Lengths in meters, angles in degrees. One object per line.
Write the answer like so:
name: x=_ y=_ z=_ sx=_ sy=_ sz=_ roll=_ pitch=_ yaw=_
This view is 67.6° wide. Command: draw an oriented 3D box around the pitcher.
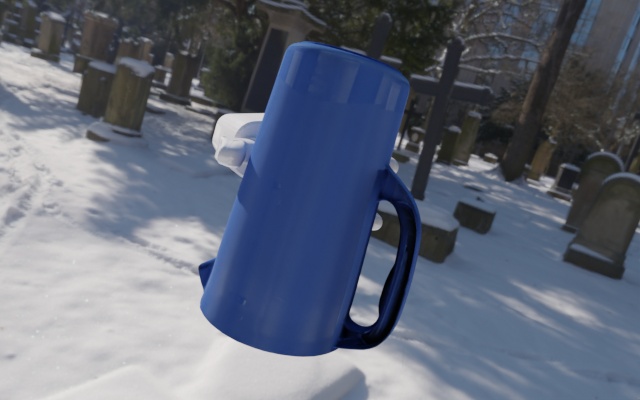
pitcher: x=0.000 y=0.001 z=0.411 sx=0.149 sy=0.243 sz=0.145 roll=13 pitch=10 yaw=-26
